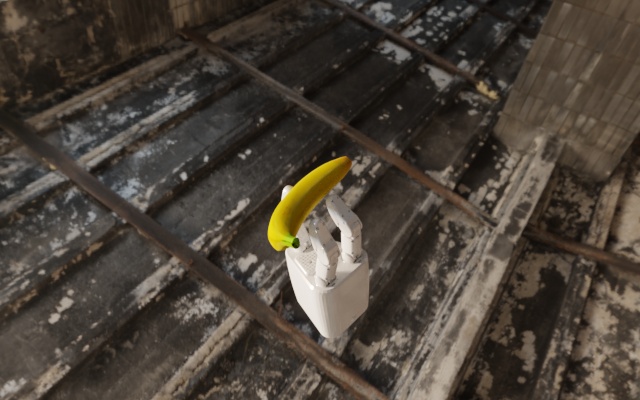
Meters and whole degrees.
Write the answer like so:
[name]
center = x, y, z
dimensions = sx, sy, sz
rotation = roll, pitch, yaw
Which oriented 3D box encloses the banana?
[banana]
center = -0.018, 0.005, 0.596
dimensions = 0.069, 0.037, 0.197
rotation = -5, 32, 27
